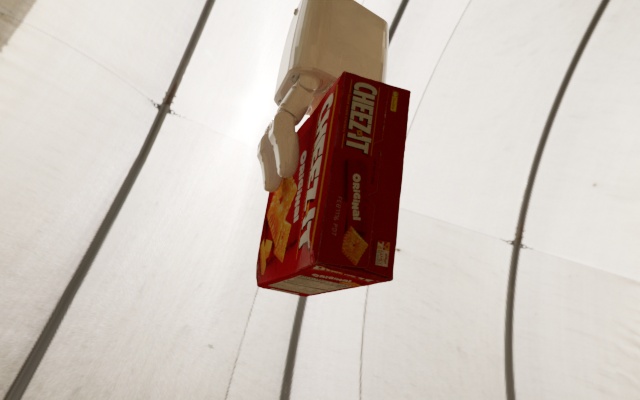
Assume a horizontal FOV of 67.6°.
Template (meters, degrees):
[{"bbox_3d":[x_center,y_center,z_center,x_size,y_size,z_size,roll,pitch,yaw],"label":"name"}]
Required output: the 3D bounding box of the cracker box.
[{"bbox_3d":[0.000,0.002,0.463,0.072,0.164,0.214,13,-18,-16],"label":"cracker box"}]
